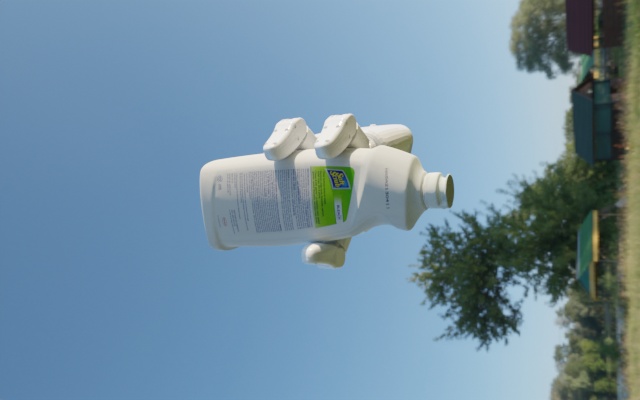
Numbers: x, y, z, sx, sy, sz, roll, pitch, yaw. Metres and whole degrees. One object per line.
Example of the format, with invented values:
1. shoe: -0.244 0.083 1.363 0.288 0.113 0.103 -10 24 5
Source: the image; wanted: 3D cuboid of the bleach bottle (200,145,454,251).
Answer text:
1. bleach bottle: 0.000 0.001 0.462 0.251 0.102 0.068 -1 12 29
